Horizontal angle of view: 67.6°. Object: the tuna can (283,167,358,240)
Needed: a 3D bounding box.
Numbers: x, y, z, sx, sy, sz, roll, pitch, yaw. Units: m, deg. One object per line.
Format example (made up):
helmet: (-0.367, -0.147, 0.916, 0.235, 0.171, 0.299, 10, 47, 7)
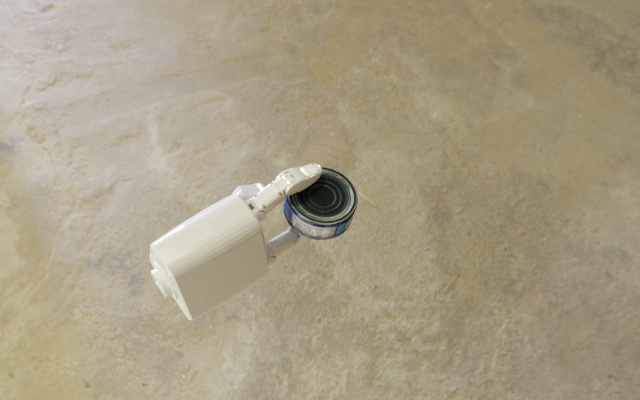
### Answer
tuna can: (0.000, 0.001, 0.566, 0.086, 0.086, 0.034, 0, -34, -11)
